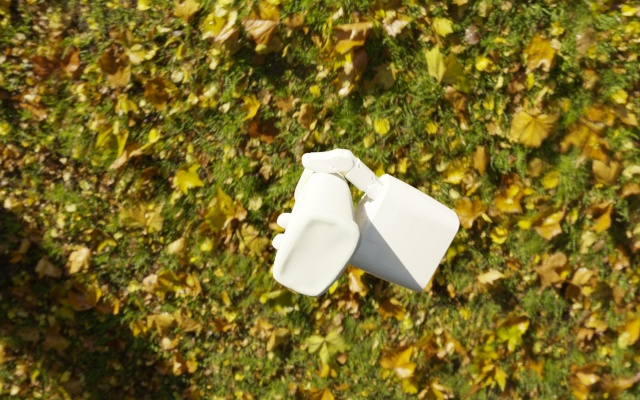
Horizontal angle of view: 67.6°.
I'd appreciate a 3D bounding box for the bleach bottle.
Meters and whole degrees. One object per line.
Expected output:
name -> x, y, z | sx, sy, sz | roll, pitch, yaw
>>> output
bleach bottle -> 0.000, 0.002, 0.578 | 0.068, 0.103, 0.250 | 27, 25, -10
